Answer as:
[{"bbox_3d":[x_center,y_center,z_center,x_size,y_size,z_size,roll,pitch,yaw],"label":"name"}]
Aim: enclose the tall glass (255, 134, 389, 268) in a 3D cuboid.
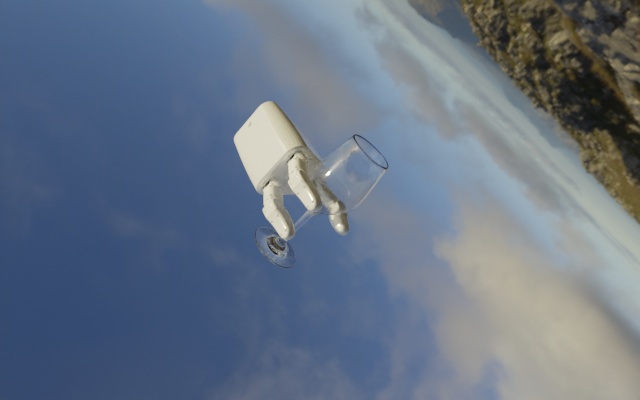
[{"bbox_3d":[0.000,0.003,0.648,0.201,0.079,0.079,-45,-20,22],"label":"tall glass"}]
